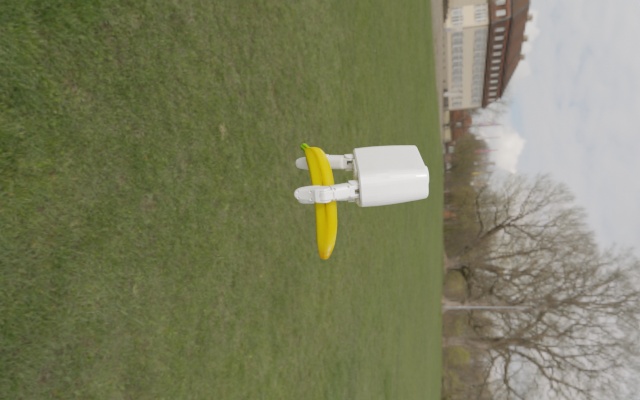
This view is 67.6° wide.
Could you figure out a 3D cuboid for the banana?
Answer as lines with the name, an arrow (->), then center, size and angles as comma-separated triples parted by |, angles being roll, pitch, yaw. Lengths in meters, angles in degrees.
banana -> 0.003, -0.002, 0.774 | 0.037, 0.198, 0.069 | -8, -3, -12
